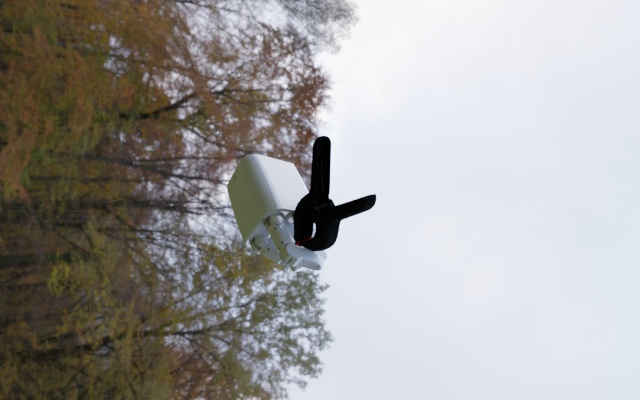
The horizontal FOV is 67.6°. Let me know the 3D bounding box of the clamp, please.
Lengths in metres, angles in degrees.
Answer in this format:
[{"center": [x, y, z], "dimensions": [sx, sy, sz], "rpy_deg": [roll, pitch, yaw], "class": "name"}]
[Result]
[{"center": [0.001, 0.002, 0.633], "dimensions": [0.039, 0.120, 0.171], "rpy_deg": [-3, -33, -37], "class": "clamp"}]
